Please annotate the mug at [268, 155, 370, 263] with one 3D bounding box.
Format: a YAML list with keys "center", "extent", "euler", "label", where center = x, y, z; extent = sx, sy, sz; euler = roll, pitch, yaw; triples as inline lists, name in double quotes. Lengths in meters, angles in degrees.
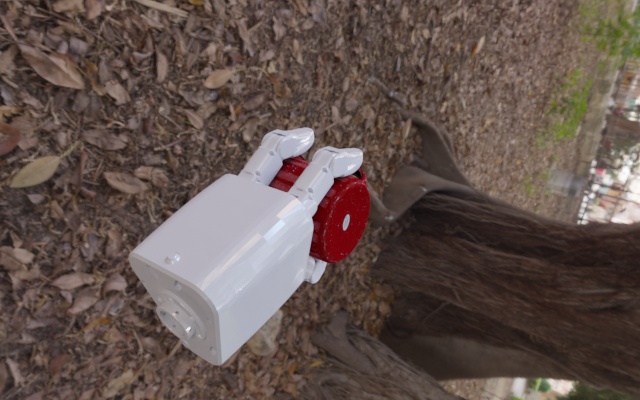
- center: [0.001, 0.001, 0.456]
  extent: [0.081, 0.093, 0.117]
  euler: [20, 48, 30]
  label: "mug"
